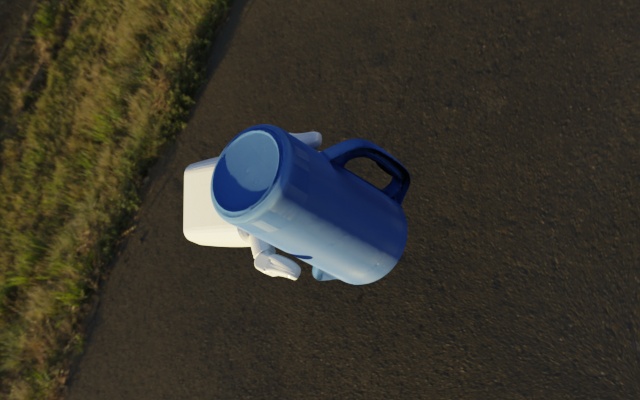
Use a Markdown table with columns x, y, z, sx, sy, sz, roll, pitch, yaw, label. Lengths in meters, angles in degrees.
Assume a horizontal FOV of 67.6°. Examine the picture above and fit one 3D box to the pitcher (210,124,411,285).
| x | y | z | sx | sy | sz | roll | pitch | yaw | label |
| --- | --- | --- | --- | --- | --- | --- | --- | --- | --- |
| 0.000 | 0.002 | 0.556 | 0.145 | 0.149 | 0.243 | -6 | -22 | 34 | pitcher |
